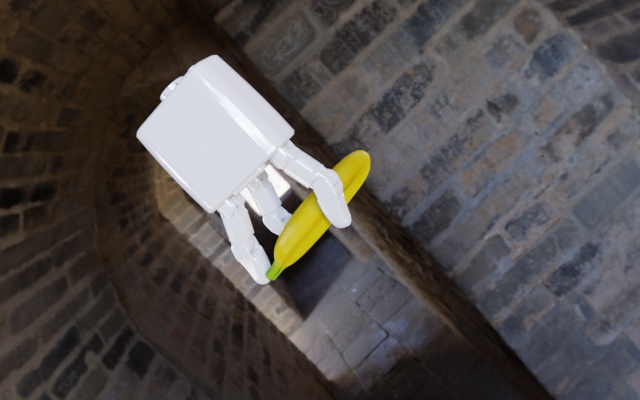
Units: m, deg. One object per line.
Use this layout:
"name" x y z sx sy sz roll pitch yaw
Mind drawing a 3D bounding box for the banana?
"banana" 0.006 -0.001 0.517 0.197 0.037 0.070 -49 8 -27
